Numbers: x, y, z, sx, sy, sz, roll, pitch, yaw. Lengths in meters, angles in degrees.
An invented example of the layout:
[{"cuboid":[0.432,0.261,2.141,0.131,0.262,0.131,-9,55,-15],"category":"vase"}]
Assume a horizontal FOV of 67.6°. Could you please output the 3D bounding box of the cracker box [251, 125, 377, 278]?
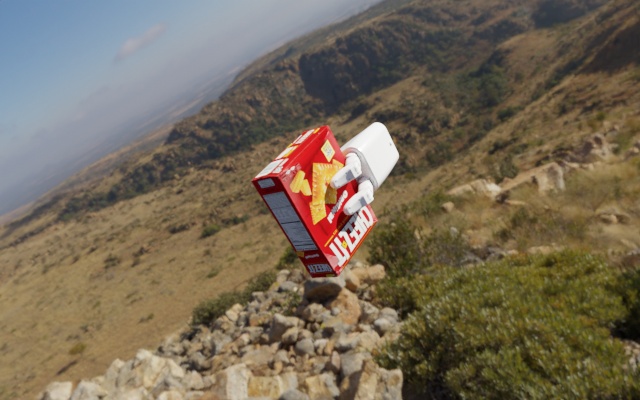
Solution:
[{"cuboid":[0.000,0.003,0.837,0.072,0.214,0.164,-9,29,43],"category":"cracker box"}]
